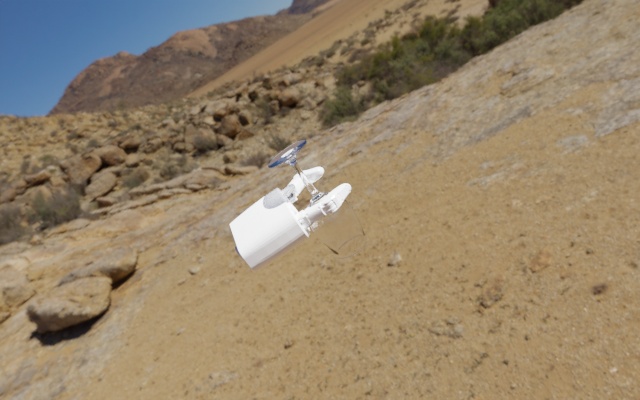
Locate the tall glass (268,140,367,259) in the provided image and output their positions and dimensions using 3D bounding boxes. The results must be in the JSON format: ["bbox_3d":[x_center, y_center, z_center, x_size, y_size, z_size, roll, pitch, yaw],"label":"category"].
[{"bbox_3d":[0.000,0.002,0.793,0.079,0.201,0.079,-31,19,12],"label":"tall glass"}]
